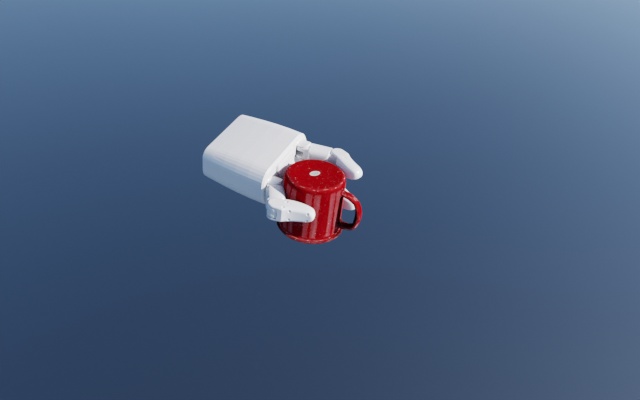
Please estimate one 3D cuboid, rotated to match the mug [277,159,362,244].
[{"bbox_3d":[0.001,0.002,0.638,0.117,0.082,0.093,21,37,19],"label":"mug"}]
